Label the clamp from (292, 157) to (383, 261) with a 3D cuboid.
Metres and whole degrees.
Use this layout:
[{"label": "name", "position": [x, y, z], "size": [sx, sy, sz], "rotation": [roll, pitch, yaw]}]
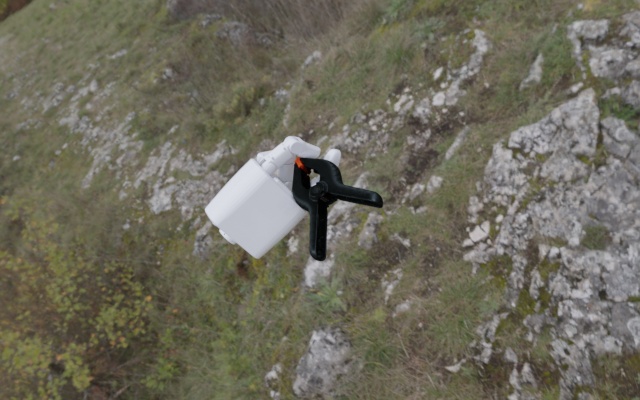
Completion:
[{"label": "clamp", "position": [0.000, 0.002, 0.669], "size": [0.039, 0.120, 0.171], "rotation": [45, 0, -43]}]
